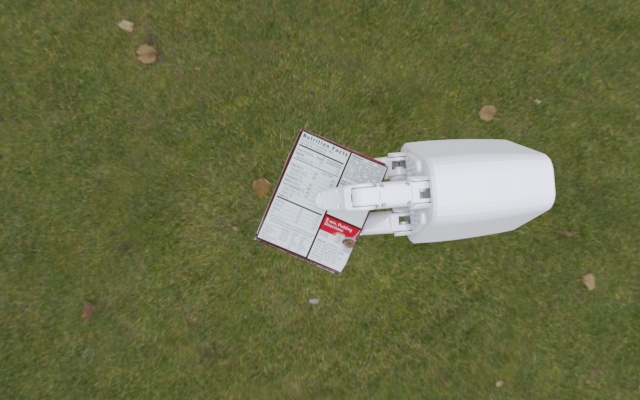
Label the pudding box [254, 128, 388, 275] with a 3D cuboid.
[{"bbox_3d":[0.000,0.001,0.447,0.090,0.113,0.039,24,-3,-3],"label":"pudding box"}]
